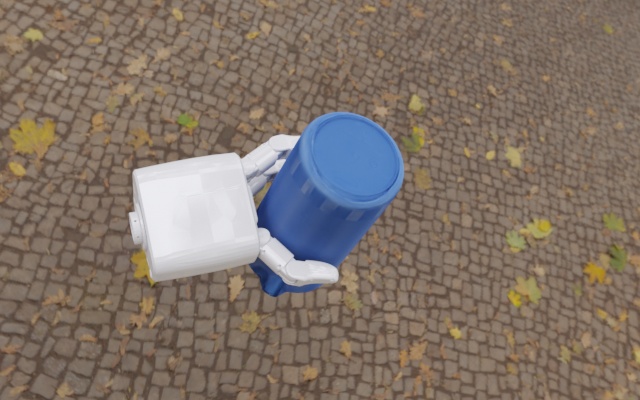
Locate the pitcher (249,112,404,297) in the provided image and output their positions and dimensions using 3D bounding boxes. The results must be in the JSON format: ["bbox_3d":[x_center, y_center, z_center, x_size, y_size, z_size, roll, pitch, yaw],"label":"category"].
[{"bbox_3d":[0.000,0.002,0.553,0.145,0.149,0.243,-11,-22,-25],"label":"pitcher"}]
